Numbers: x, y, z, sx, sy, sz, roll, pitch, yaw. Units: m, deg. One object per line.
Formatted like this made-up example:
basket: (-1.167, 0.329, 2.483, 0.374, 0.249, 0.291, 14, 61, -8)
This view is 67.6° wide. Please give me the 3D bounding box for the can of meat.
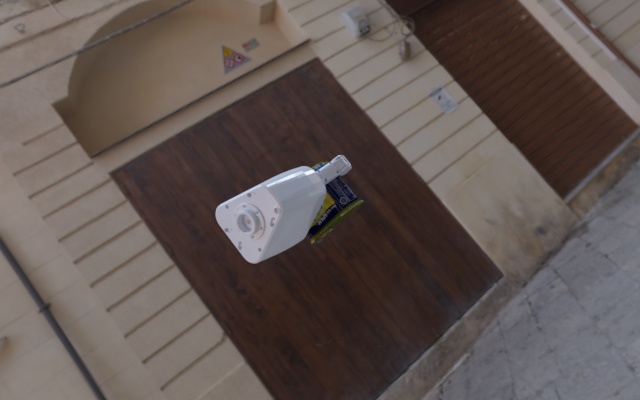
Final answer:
can of meat: (0.000, 0.002, 0.726, 0.102, 0.084, 0.057, -45, -10, 36)
